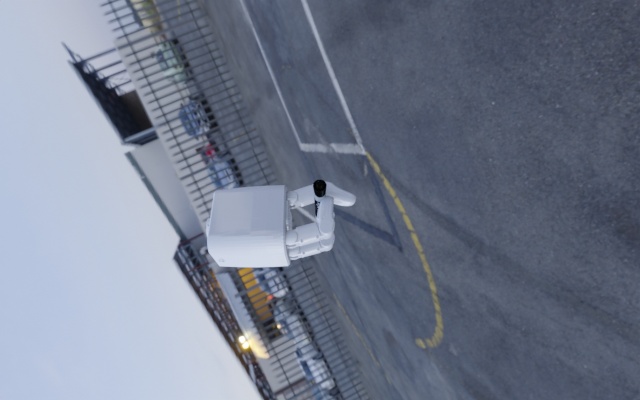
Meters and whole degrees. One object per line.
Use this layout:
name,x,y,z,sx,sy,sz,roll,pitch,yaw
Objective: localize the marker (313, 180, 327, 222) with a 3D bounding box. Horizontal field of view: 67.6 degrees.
marker,0.000,0.002,0.697,0.020,0.020,0.121,0,-24,2
